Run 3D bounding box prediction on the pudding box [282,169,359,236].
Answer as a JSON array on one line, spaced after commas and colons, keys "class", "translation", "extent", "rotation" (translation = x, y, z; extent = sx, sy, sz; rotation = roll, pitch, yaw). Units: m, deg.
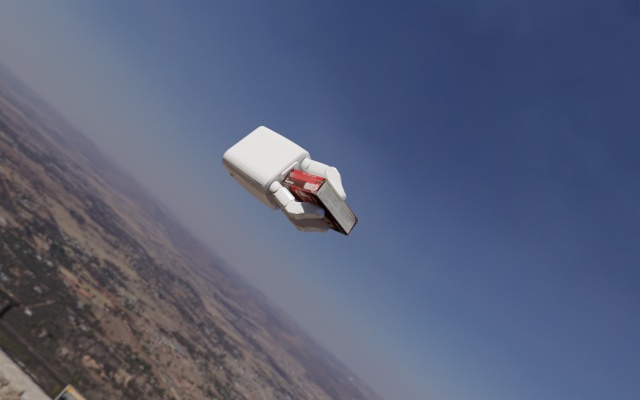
[{"class": "pudding box", "translation": [0.000, 0.002, 0.787], "extent": [0.090, 0.039, 0.113], "rotation": [21, -22, 49]}]
